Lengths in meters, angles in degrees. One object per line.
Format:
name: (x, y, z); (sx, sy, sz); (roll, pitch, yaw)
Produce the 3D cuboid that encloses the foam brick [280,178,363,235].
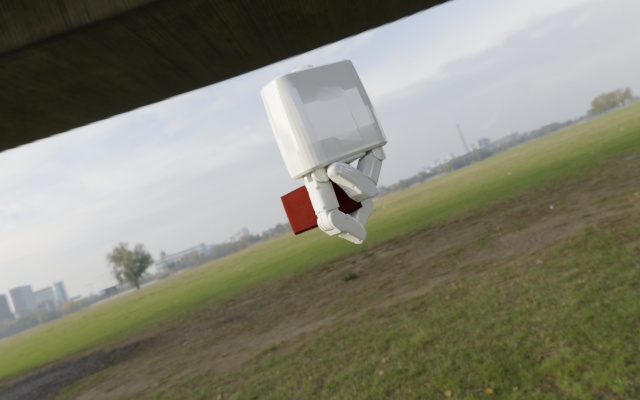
foam brick: (0.000, 0.002, 0.571); (0.053, 0.051, 0.078); (-24, 0, -43)
